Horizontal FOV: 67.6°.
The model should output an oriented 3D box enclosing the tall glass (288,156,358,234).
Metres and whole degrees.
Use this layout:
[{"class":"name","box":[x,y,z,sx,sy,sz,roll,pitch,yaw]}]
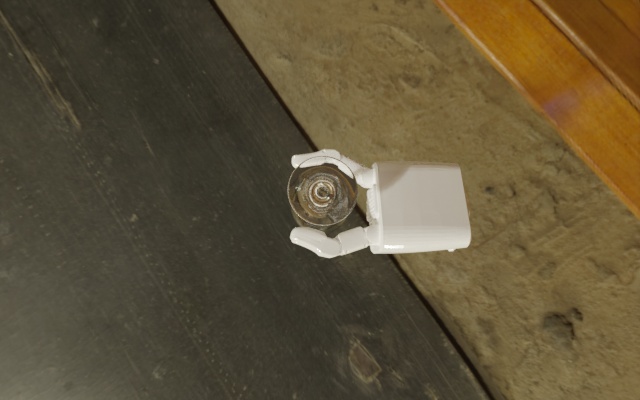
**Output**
[{"class":"tall glass","box":[0.000,0.002,0.598,0.079,0.079,0.201,0,-7,-2]}]
